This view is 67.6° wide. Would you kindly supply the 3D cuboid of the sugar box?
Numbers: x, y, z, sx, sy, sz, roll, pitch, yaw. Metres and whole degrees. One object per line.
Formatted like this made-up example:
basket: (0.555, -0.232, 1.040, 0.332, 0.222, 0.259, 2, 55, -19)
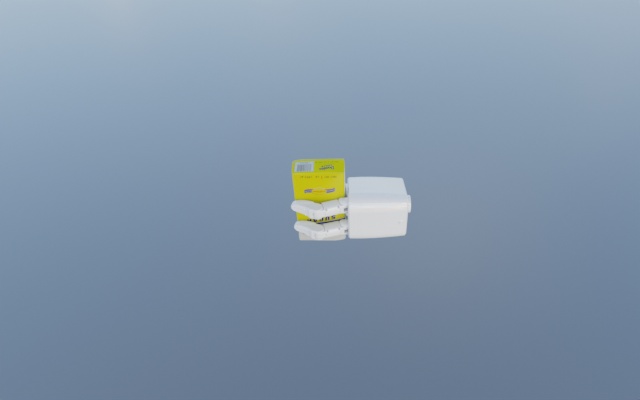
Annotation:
sugar box: (0.000, 0.003, 0.884, 0.093, 0.176, 0.048, -1, 42, 4)
